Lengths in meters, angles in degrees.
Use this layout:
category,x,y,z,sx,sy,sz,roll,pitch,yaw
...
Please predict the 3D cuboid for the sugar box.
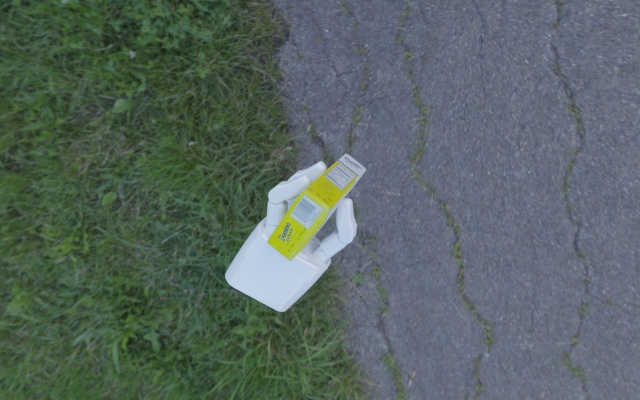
category,x,y,z,sx,sy,sz,roll,pitch,yaw
sugar box,0.000,0.002,0.642,0.048,0.093,0.176,38,27,1
